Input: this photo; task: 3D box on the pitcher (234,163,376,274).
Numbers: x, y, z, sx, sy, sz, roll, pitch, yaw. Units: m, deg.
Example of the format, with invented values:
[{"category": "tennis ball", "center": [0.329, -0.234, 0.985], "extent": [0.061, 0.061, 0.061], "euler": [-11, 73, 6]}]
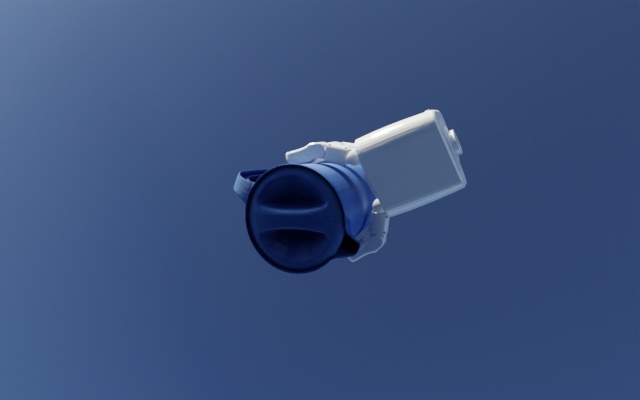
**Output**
[{"category": "pitcher", "center": [0.000, 0.002, 0.675], "extent": [0.145, 0.149, 0.243], "euler": [-21, 0, 23]}]
